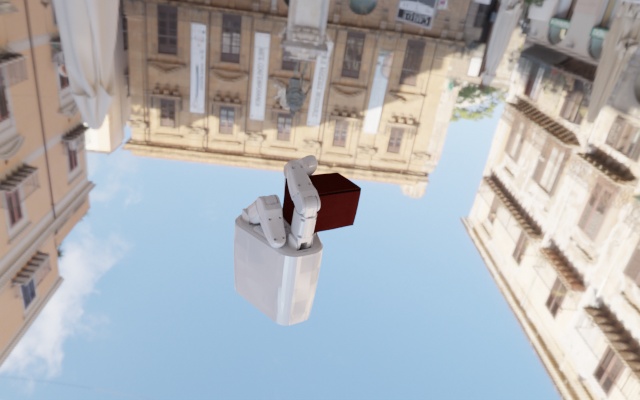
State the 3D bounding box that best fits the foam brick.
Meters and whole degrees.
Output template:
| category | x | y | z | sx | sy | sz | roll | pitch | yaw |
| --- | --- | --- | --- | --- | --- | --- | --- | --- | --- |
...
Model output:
| category | x | y | z | sx | sy | sz | roll | pitch | yaw |
| --- | --- | --- | --- | --- | --- | --- | --- | --- | --- |
| foam brick | 0.000 | 0.002 | 0.576 | 0.078 | 0.051 | 0.053 | -8 | 30 | -30 |
